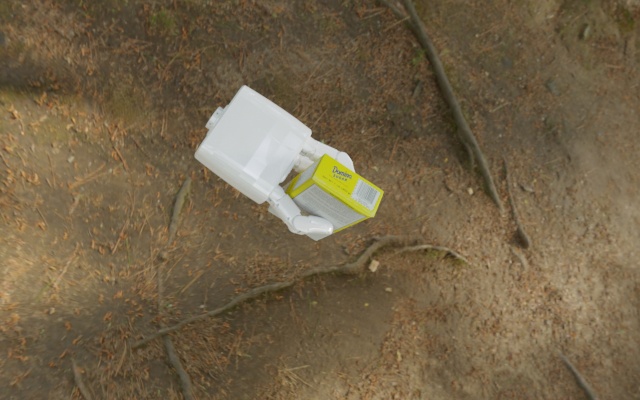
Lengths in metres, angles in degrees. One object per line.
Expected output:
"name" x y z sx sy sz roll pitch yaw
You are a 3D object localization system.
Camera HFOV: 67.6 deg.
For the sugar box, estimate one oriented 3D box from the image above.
"sugar box" 0.000 0.002 0.652 0.093 0.048 0.176 33 -22 -14
